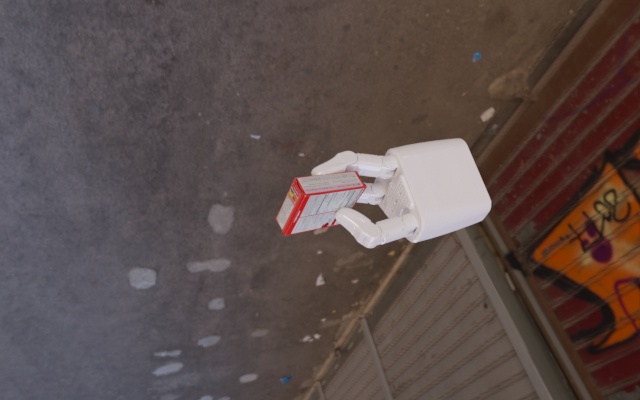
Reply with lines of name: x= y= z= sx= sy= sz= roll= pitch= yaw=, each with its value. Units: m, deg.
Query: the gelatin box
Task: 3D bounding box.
gelatin box: x=0.000 y=0.002 z=0.560 sx=0.089 sy=0.030 sz=0.073 roll=-10 pitch=-35 yaw=-34
